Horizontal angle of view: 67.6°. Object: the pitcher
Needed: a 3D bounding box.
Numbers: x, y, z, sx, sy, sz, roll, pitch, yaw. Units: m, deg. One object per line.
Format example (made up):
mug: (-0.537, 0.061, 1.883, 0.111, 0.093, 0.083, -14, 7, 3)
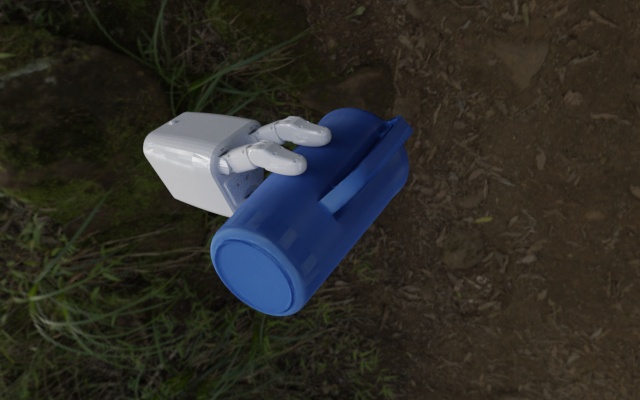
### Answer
pitcher: (0.000, 0.002, 0.518, 0.145, 0.149, 0.242, 16, 41, 24)
